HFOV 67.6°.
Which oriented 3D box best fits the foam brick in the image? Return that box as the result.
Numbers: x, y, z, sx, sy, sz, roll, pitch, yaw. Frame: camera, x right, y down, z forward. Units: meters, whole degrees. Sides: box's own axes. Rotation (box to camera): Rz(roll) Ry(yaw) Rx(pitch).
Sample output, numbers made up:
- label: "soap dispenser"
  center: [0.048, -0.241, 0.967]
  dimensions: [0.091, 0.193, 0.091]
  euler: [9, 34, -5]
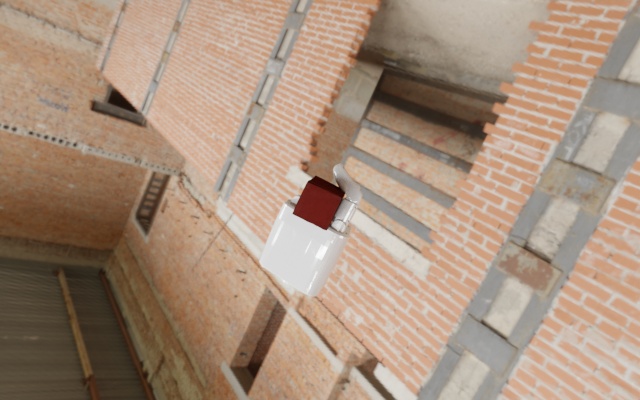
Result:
- label: "foam brick"
  center: [0.000, 0.002, 0.660]
  dimensions: [0.053, 0.051, 0.078]
  euler: [27, 10, 3]
